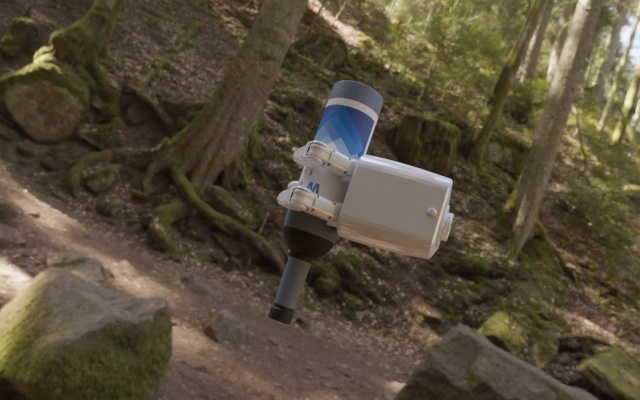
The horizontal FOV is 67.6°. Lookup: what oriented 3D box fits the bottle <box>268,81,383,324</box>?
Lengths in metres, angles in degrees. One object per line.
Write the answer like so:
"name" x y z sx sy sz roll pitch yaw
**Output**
"bottle" 0.000 0.002 0.576 0.069 0.295 0.069 19 -11 4
